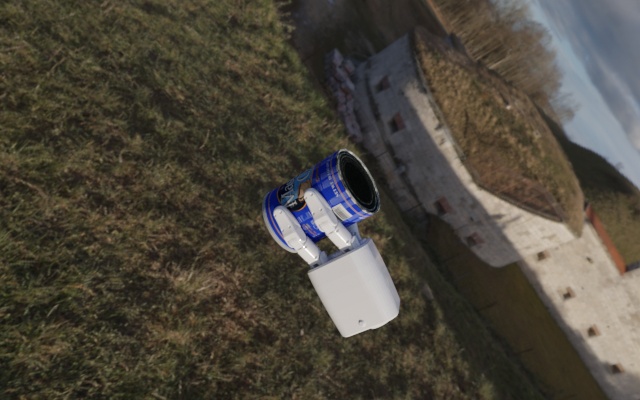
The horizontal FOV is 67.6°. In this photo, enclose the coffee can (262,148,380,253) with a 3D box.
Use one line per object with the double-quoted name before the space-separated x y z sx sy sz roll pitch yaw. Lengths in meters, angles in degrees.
"coffee can" 0.000 0.002 0.696 0.140 0.102 0.103 -29 -14 27
